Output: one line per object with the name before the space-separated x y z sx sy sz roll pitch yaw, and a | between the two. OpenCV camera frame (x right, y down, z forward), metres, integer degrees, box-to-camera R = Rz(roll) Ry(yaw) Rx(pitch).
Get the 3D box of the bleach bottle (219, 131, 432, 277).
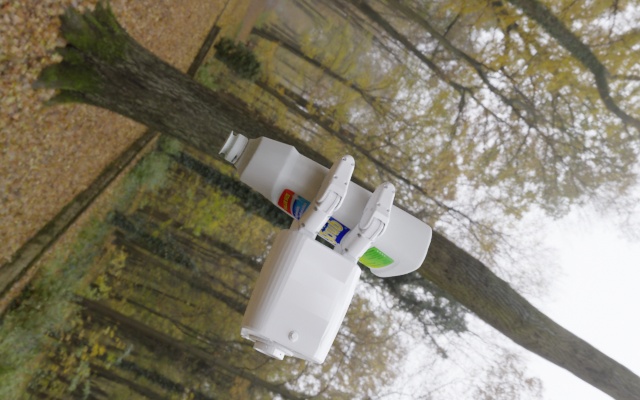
bleach bottle | 0.000 0.002 0.542 0.251 0.068 0.102 31 -23 -16
